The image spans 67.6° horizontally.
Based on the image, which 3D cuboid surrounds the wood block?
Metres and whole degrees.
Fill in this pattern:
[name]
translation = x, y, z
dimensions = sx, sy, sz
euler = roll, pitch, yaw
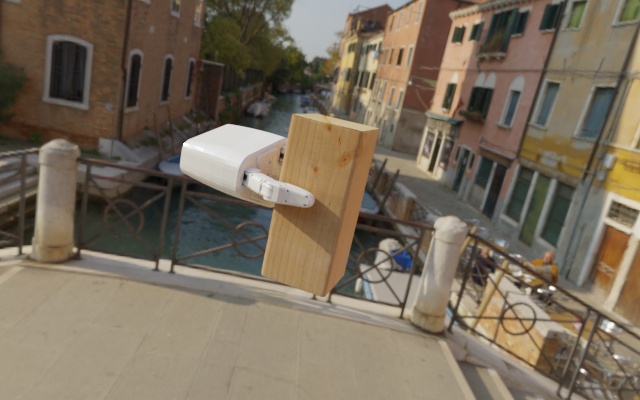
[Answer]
[wood block]
translation = 0.000, 0.002, 0.604
dimensions = 0.090, 0.206, 0.091
euler = 16, 15, 16
